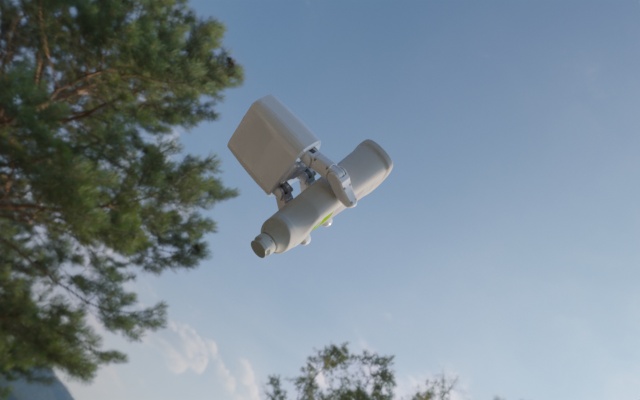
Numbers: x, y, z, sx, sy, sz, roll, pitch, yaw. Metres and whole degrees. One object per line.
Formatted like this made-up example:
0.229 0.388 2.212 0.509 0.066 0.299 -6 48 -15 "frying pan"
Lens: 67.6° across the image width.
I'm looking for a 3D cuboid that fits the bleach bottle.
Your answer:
0.000 0.002 0.706 0.250 0.068 0.103 -36 -11 -37 "bleach bottle"
